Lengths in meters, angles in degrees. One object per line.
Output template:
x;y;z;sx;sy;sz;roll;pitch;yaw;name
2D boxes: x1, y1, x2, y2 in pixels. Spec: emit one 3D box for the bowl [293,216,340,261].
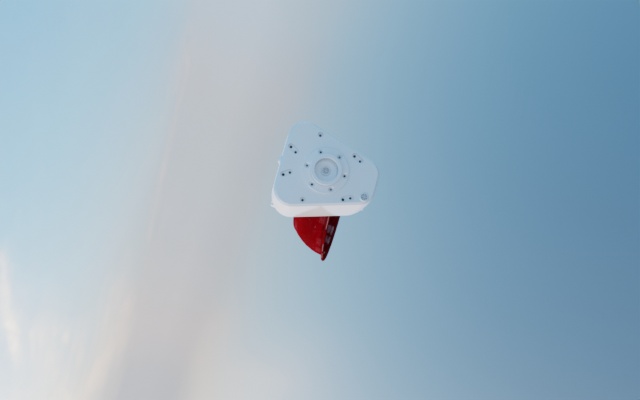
0.000;0.003;0.689;0.055;0.162;0.162;14;2;8;bowl
